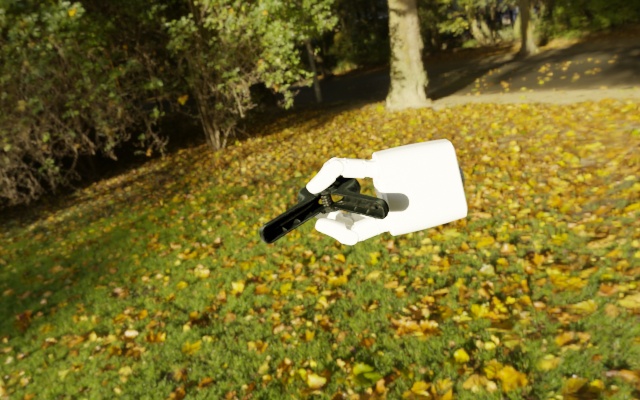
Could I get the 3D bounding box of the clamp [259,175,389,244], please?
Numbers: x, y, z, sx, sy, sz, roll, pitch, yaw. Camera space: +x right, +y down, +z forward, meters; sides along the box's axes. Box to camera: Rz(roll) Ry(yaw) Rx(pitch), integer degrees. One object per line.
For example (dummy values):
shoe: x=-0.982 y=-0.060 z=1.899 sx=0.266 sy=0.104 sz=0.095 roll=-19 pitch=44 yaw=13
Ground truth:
clamp: x=0.000 y=0.001 z=0.671 sx=0.164 sy=0.036 sz=0.210 roll=-14 pitch=17 yaw=2
